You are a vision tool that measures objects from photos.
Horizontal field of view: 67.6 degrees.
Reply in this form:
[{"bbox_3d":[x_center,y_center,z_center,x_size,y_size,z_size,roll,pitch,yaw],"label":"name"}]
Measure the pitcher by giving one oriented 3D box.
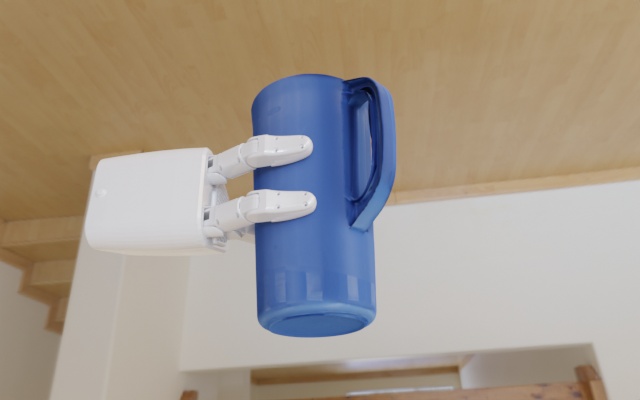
[{"bbox_3d":[0.000,0.002,0.473,0.145,0.242,0.149,-3,-27,0],"label":"pitcher"}]
